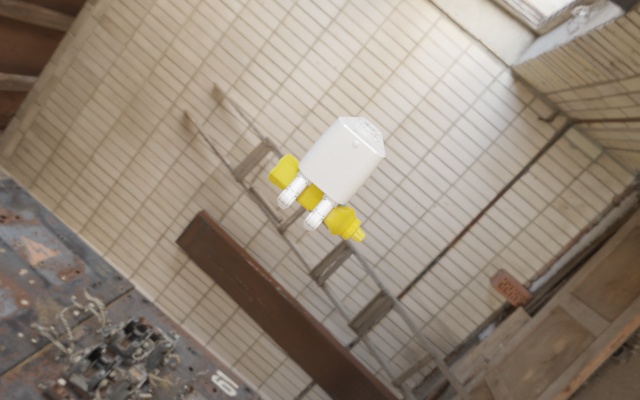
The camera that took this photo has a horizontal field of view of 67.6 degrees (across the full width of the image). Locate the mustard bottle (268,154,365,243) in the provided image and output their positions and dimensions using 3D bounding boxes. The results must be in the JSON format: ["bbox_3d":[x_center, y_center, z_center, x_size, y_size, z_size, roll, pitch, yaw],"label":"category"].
[{"bbox_3d":[0.000,0.003,0.816,0.191,0.058,0.096,41,2,-1],"label":"mustard bottle"}]
